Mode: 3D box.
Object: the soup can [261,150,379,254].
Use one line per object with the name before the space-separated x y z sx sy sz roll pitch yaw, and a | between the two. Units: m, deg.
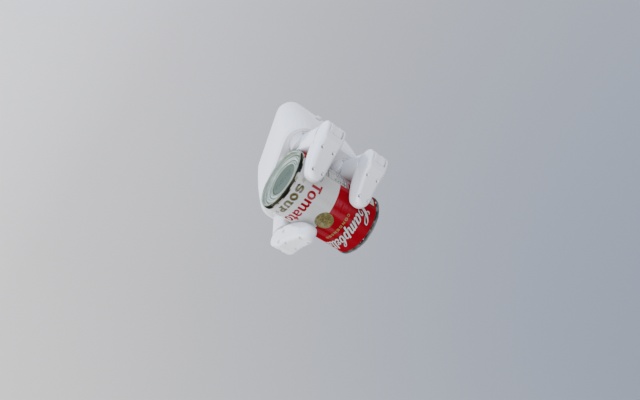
soup can | 0.000 0.002 0.486 0.102 0.068 0.068 32 -14 -24
